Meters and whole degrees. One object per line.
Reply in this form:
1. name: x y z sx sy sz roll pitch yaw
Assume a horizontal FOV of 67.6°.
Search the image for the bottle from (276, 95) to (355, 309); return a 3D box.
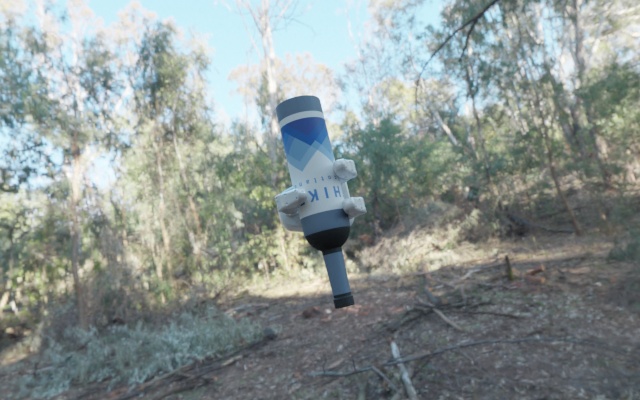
1. bottle: 0.000 0.002 0.669 0.069 0.295 0.069 -13 -9 -2
